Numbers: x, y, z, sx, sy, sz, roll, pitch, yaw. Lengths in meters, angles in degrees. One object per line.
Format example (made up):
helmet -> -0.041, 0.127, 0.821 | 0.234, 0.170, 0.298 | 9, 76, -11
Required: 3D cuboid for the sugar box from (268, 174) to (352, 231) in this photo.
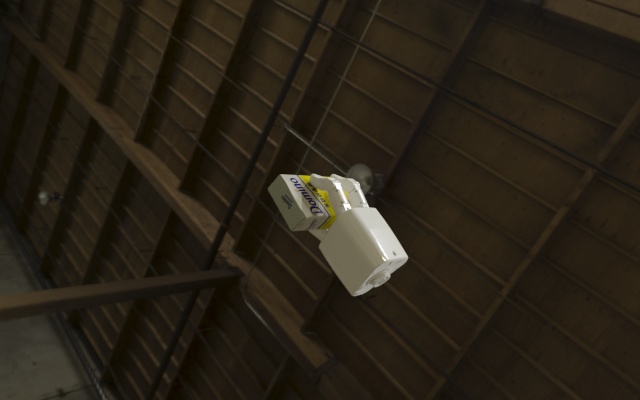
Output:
sugar box -> 0.001, 0.003, 0.838 | 0.176, 0.093, 0.048 | 1, -40, -51
